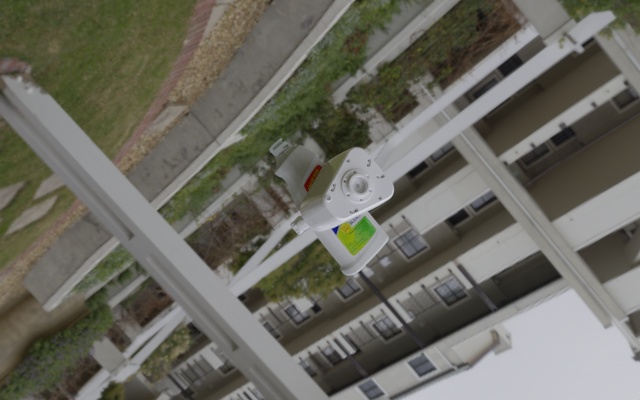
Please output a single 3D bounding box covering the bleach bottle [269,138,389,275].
[{"bbox_3d":[0.000,0.003,0.815,0.102,0.251,0.068,-43,5,-21],"label":"bleach bottle"}]
